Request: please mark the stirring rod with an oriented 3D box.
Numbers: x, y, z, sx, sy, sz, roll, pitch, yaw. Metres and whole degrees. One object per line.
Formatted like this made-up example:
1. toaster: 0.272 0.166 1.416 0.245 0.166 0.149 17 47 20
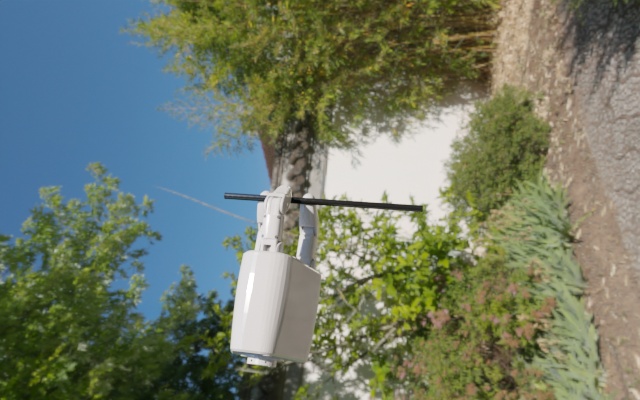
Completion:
1. stirring rod: 0.000 0.002 0.573 0.239 0.011 0.011 4 1 9
